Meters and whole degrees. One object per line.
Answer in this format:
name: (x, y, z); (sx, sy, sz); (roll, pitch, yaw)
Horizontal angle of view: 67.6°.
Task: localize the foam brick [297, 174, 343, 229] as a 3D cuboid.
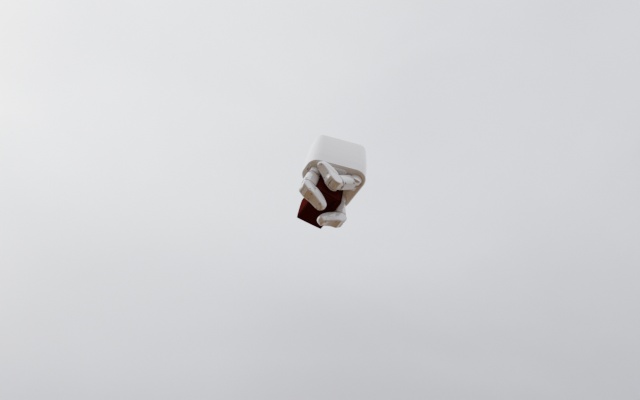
foam brick: (0.000, 0.003, 0.877); (0.053, 0.078, 0.051); (29, 35, -13)
